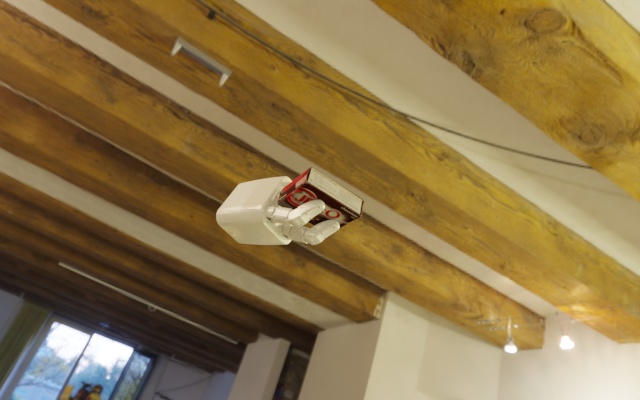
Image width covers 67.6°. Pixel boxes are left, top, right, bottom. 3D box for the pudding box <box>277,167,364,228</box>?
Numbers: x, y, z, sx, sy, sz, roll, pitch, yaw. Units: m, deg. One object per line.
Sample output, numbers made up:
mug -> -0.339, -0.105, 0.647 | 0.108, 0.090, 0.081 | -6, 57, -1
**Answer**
pudding box -> 0.000, 0.002, 0.780 | 0.113, 0.039, 0.090 | 29, -36, -23
